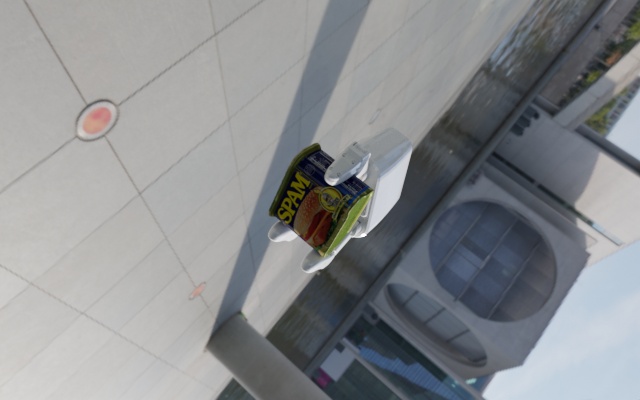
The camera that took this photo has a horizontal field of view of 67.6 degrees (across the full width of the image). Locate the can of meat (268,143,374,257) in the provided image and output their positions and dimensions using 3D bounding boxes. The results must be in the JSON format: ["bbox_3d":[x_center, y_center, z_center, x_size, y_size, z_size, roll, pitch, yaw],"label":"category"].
[{"bbox_3d":[0.000,0.002,0.536,0.084,0.102,0.057,39,38,13],"label":"can of meat"}]
